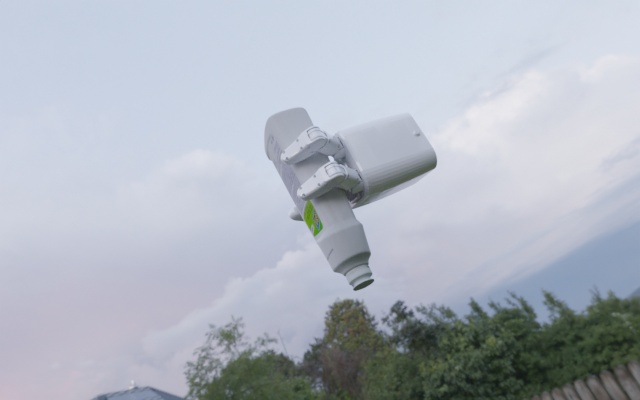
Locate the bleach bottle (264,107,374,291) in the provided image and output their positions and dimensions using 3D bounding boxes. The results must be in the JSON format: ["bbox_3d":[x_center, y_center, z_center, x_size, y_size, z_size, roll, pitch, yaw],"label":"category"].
[{"bbox_3d":[0.000,0.002,0.620,0.068,0.250,0.103,-19,-26,-15],"label":"bleach bottle"}]
